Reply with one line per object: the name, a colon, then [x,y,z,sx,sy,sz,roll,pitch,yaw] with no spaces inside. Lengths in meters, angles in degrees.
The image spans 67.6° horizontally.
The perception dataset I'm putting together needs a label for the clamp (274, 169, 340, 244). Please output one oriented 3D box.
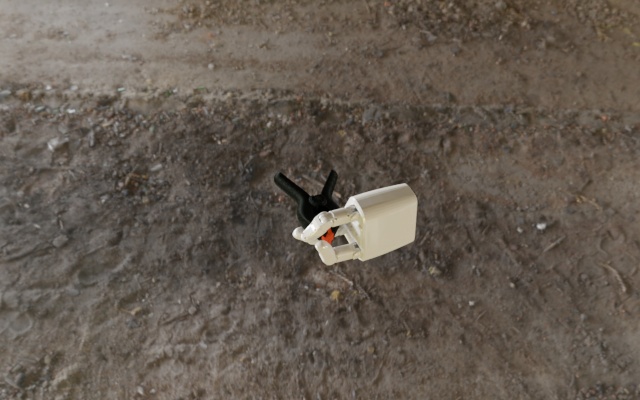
clamp: [0.000,0.002,0.841,0.120,0.171,0.039,-16,-37,-19]
